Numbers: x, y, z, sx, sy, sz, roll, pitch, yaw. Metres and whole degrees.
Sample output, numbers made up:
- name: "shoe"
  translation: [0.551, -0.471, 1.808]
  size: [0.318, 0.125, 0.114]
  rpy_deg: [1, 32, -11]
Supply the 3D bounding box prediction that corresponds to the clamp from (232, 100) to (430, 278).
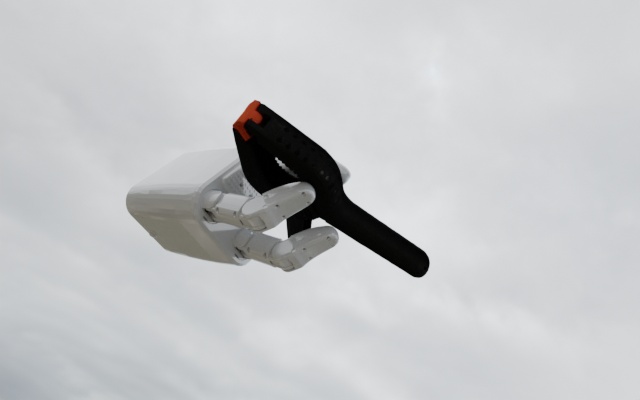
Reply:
- name: "clamp"
  translation: [0.000, 0.000, 0.426]
  size: [0.164, 0.036, 0.210]
  rpy_deg: [4, -39, 34]
